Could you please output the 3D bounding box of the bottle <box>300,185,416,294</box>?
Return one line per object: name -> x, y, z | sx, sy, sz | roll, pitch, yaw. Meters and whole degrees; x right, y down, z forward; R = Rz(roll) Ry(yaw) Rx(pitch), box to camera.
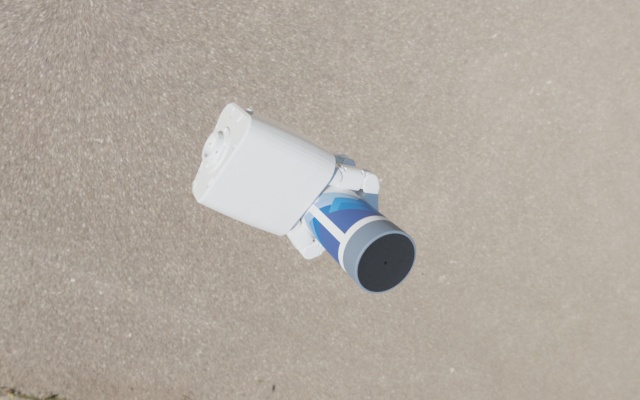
bottle -> 0.000, 0.002, 0.562 | 0.069, 0.069, 0.295 | 0, 22, -27
